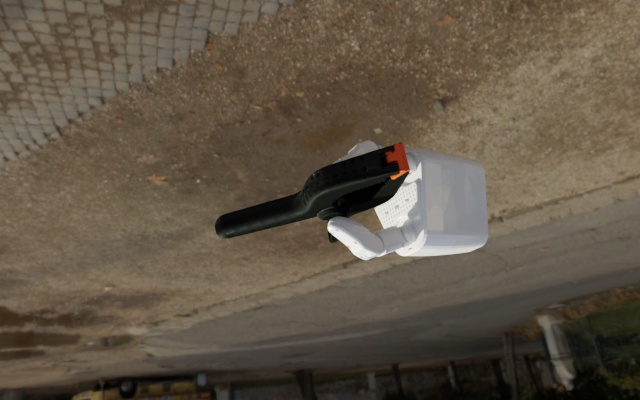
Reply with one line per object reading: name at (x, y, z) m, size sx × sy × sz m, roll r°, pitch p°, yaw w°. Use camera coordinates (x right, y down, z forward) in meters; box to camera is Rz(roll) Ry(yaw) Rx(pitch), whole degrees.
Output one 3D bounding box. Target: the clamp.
clamp at (0.001, 0.002, 0.474) m, size 0.164 × 0.036 × 0.210 m, roll 2°, pitch -23°, yaw -32°
